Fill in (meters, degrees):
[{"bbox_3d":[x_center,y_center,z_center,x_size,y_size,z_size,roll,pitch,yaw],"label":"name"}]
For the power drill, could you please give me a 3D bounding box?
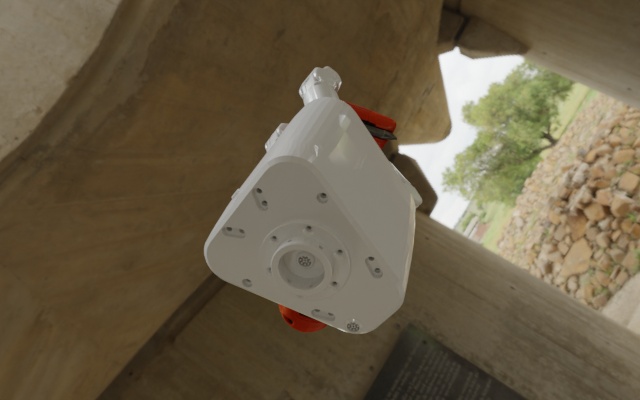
[{"bbox_3d":[0.000,0.001,0.440,0.057,0.188,0.184,14,12,-14],"label":"power drill"}]
